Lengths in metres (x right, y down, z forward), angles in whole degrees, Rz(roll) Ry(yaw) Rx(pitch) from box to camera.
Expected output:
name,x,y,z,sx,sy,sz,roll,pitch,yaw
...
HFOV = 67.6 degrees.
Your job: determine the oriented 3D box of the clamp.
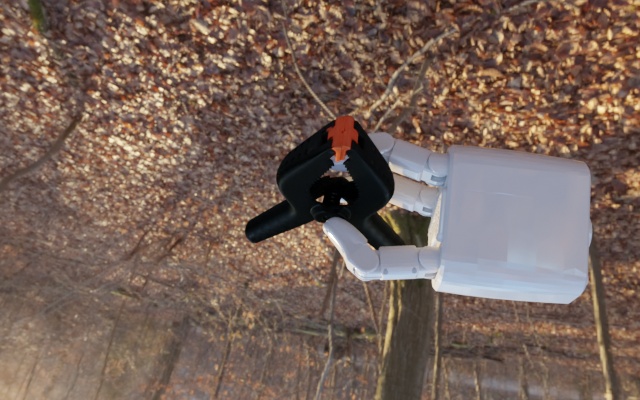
name,x,y,z,sx,sy,sz,roll,pitch,yaw
clamp,0.000,0.002,0.413,0.164,0.036,0.210,4,-28,6
